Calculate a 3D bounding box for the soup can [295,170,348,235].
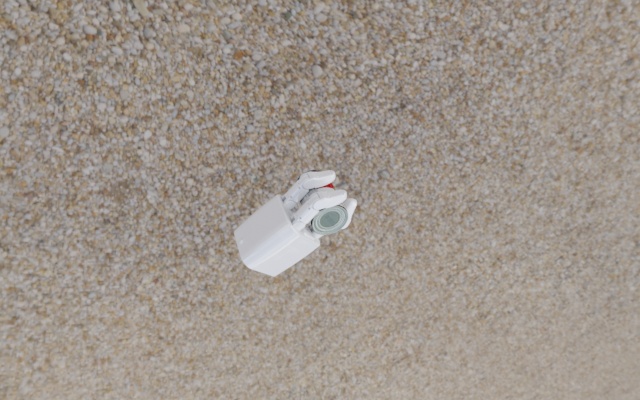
[{"bbox_3d":[0.001,0.003,0.832,0.068,0.068,0.102,0,39,-24],"label":"soup can"}]
